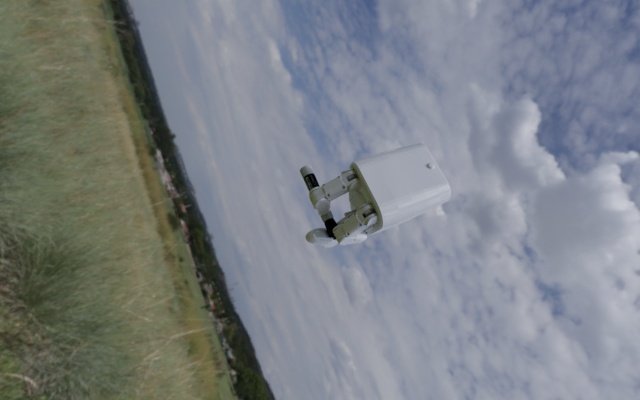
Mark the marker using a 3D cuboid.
[{"bbox_3d":[0.000,0.002,0.694,0.020,0.121,0.020,-20,-24,-9],"label":"marker"}]
